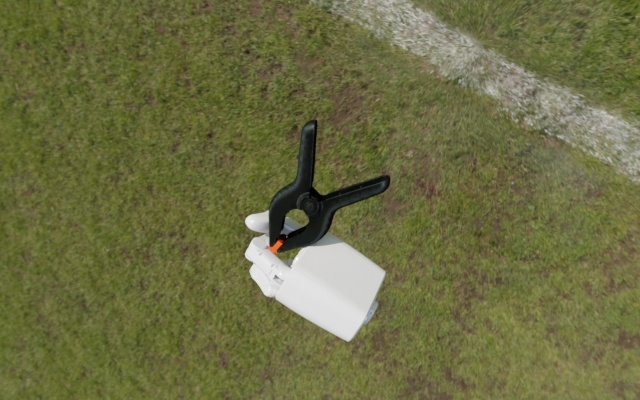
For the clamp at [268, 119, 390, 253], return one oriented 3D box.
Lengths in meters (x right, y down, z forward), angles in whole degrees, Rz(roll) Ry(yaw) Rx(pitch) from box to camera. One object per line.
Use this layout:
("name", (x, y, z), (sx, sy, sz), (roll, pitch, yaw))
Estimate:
("clamp", (0.000, 0.002, 0.577), (0.120, 0.171, 0.039), (31, 24, 3))
